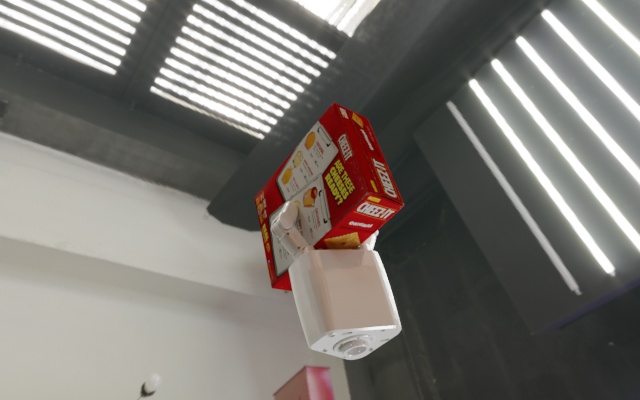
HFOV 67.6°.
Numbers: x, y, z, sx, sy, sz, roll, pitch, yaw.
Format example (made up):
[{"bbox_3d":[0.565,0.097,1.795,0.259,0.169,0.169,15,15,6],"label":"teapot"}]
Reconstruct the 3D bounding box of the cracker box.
[{"bbox_3d":[0.000,0.002,0.657,0.072,0.164,0.214,16,-48,-36],"label":"cracker box"}]
